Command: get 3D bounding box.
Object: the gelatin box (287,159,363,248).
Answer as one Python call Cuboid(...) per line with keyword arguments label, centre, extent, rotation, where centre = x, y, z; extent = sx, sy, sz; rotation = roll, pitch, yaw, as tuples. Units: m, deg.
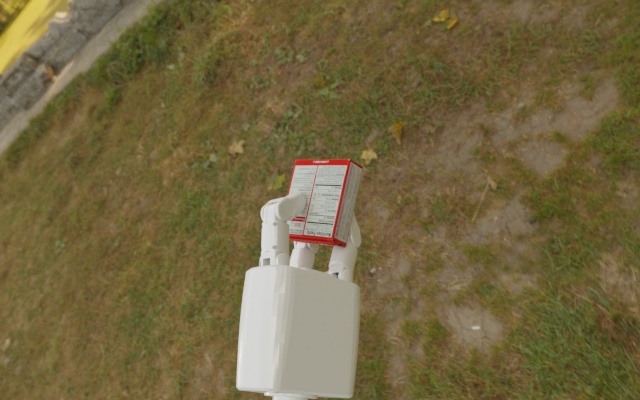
Cuboid(label="gelatin box", centre=(0.000, 0.001, 0.503), extent=(0.073, 0.089, 0.030), rotation=(3, -15, 38))
